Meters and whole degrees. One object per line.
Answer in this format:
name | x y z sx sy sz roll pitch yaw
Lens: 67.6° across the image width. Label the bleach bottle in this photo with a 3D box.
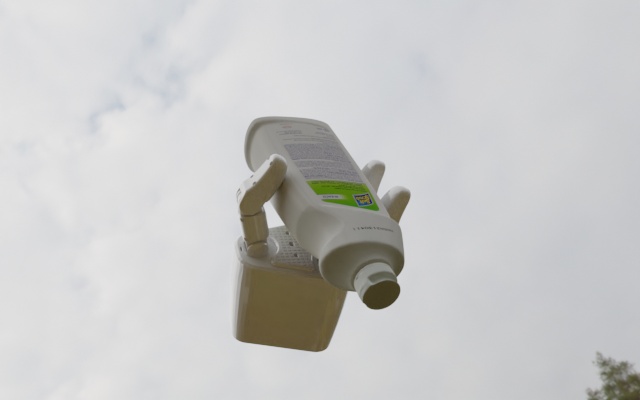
bleach bottle | 0.000 0.001 0.433 0.102 0.068 0.250 -1 32 -18
